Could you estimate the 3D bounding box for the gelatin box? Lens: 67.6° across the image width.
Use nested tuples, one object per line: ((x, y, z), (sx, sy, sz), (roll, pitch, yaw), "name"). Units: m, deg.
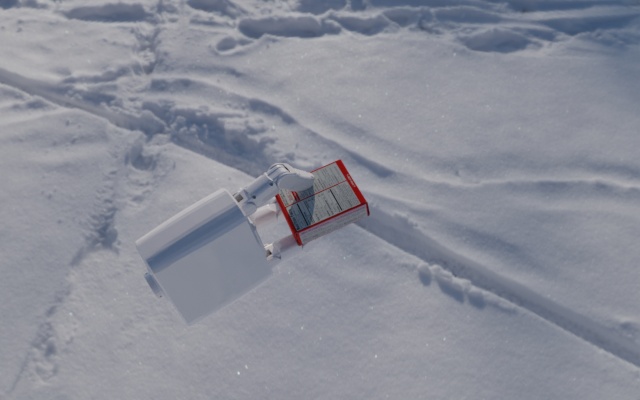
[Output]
((0.000, 0.001, 0.542), (0.089, 0.073, 0.030), (-24, -37, -6), "gelatin box")
